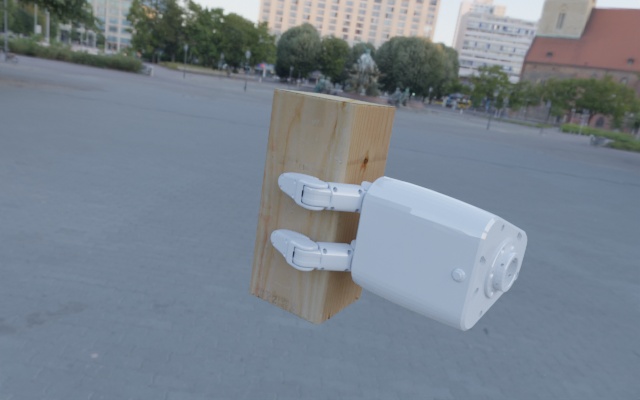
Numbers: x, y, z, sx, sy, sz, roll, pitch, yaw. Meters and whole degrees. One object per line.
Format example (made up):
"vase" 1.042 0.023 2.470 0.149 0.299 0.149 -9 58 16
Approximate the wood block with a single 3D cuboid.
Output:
"wood block" 0.001 0.001 0.477 0.090 0.206 0.091 17 16 29
